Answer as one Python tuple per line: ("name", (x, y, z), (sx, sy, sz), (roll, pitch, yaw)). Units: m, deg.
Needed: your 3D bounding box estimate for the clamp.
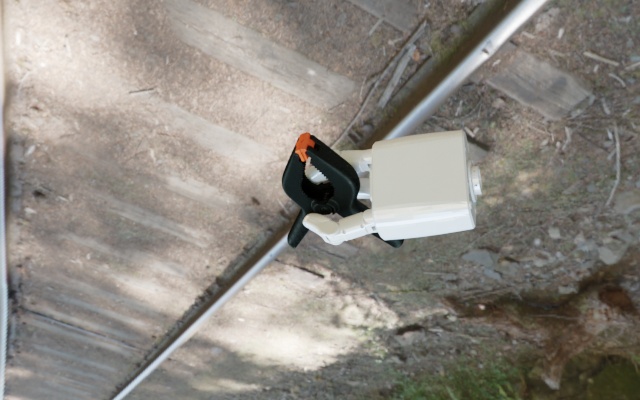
("clamp", (0.000, 0.002, 0.598), (0.164, 0.036, 0.210), (-8, -41, 23))
